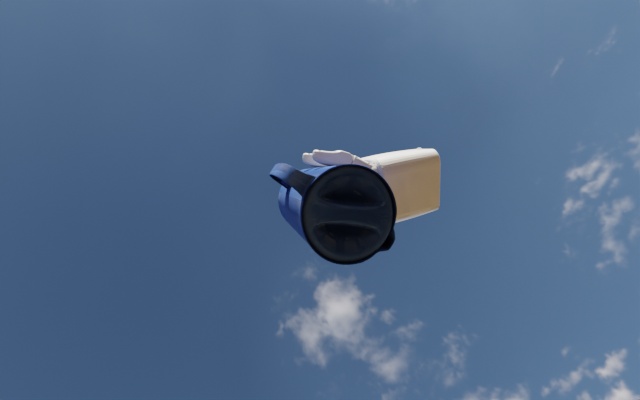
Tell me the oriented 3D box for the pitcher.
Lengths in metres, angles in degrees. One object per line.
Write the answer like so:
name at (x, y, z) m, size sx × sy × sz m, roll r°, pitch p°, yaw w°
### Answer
pitcher at (0.000, 0.002, 0.729) m, size 0.145 × 0.149 × 0.243 m, roll -14°, pitch 9°, yaw -14°
